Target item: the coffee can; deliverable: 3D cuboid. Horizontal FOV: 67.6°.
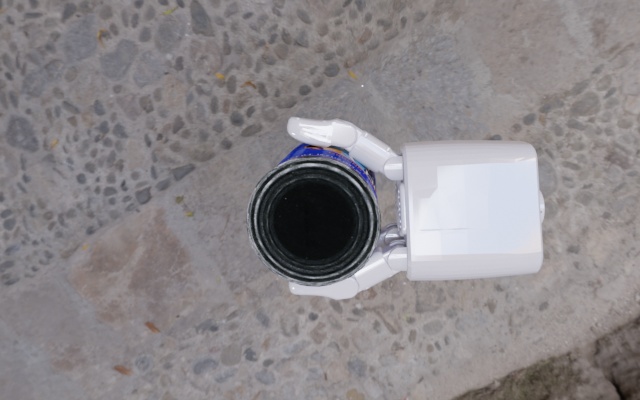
[{"bbox_3d":[0.000,0.001,0.425,0.103,0.103,0.140,0,13,5],"label":"coffee can"}]
